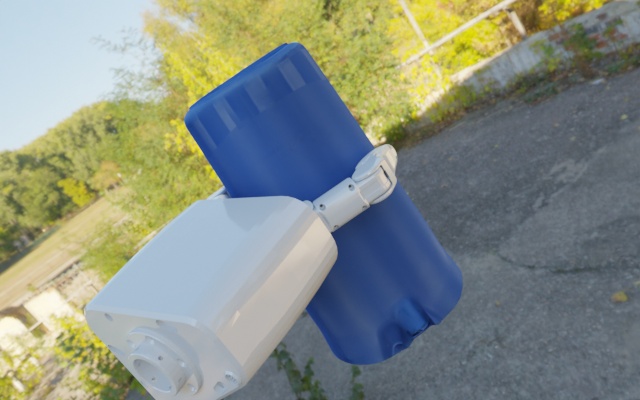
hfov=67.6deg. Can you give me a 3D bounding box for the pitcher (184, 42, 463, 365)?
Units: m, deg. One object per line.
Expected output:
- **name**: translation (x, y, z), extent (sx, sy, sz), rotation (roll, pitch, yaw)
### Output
- **pitcher**: translation (0.000, 0.001, 0.401), extent (0.149, 0.243, 0.145), rotation (-20, 21, 39)
